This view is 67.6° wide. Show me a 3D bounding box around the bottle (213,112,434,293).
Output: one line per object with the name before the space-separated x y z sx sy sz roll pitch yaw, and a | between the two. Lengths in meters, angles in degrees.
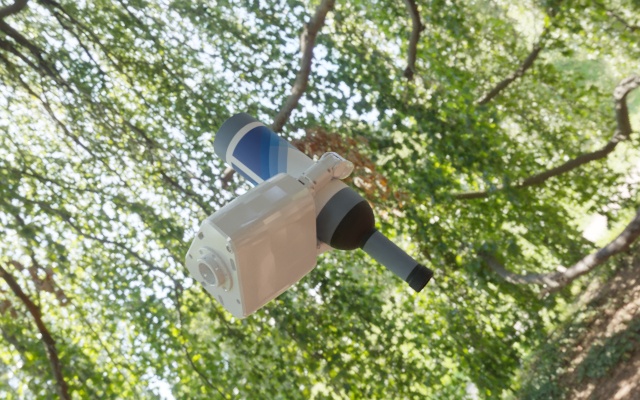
bottle | 0.000 0.002 0.544 0.295 0.069 0.069 37 15 21
